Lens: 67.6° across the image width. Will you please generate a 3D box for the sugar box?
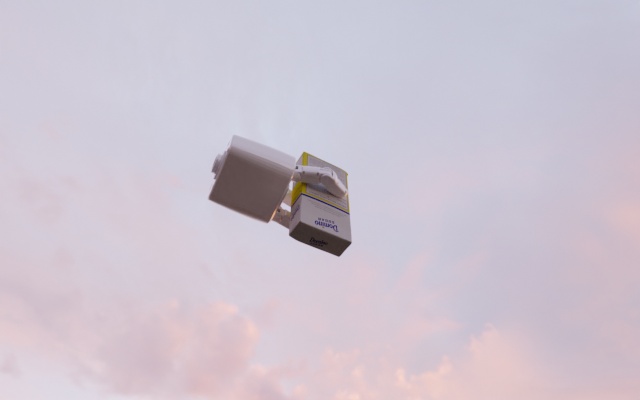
[{"bbox_3d":[0.000,0.003,0.780,0.093,0.176,0.048,24,-50,-18],"label":"sugar box"}]
